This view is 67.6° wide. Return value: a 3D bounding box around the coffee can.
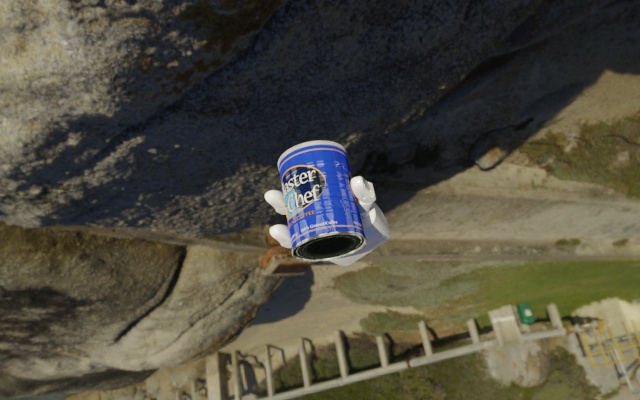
[{"bbox_3d":[0.000,0.002,0.668,0.103,0.140,0.103,-9,-25,-4],"label":"coffee can"}]
